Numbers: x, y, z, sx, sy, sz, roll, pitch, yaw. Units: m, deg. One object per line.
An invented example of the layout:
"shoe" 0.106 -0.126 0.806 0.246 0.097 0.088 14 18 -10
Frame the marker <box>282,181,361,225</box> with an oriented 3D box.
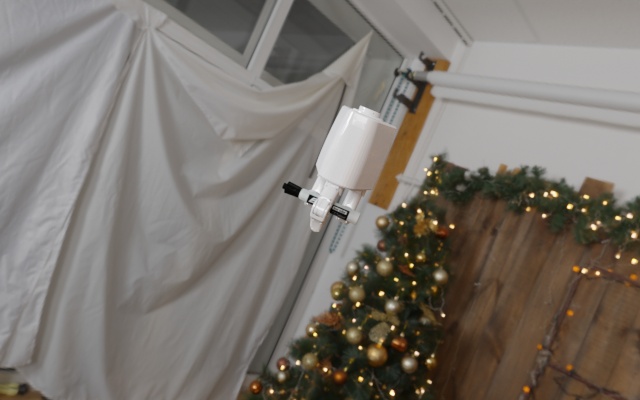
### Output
"marker" 0.000 0.002 0.696 0.121 0.020 0.020 24 3 7
